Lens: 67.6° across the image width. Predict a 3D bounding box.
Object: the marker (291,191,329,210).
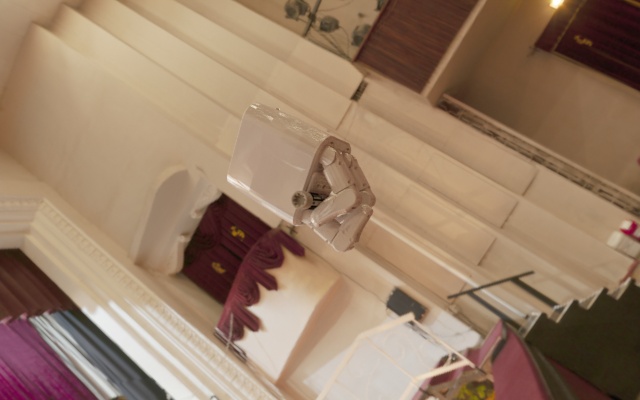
[{"bbox_3d":[0.000,0.002,0.536,0.020,0.020,0.121,0,-2,21],"label":"marker"}]
